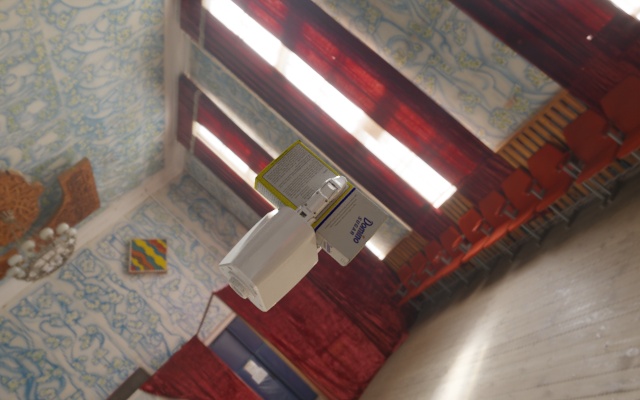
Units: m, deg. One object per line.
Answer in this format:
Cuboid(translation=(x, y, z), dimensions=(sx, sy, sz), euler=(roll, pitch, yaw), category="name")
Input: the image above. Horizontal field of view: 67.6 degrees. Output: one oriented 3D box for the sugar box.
Cuboid(translation=(0.000, 0.002, 0.684), dimensions=(0.093, 0.176, 0.048), euler=(-45, -7, -23), category="sugar box")
